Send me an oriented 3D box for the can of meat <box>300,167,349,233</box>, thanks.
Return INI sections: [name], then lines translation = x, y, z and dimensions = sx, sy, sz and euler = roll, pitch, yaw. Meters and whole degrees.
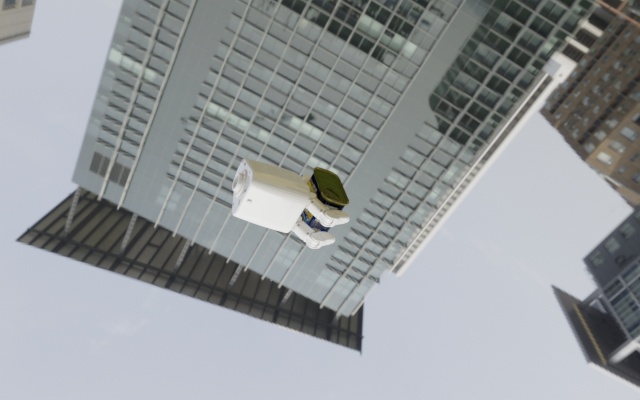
[can of meat]
translation = 0.000, 0.003, 0.880
dimensions = 0.057, 0.084, 0.102
euler = 16, 32, -27
